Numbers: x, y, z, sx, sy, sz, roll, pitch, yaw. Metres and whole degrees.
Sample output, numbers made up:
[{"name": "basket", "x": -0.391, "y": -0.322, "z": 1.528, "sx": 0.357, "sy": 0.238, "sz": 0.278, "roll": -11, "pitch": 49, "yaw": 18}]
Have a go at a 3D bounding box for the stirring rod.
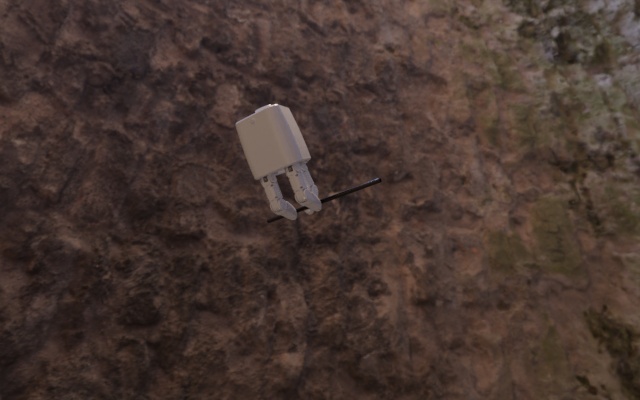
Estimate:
[{"name": "stirring rod", "x": 0.000, "y": 0.003, "z": 0.849, "sx": 0.239, "sy": 0.011, "sz": 0.011, "roll": -20, "pitch": -10, "yaw": 28}]
